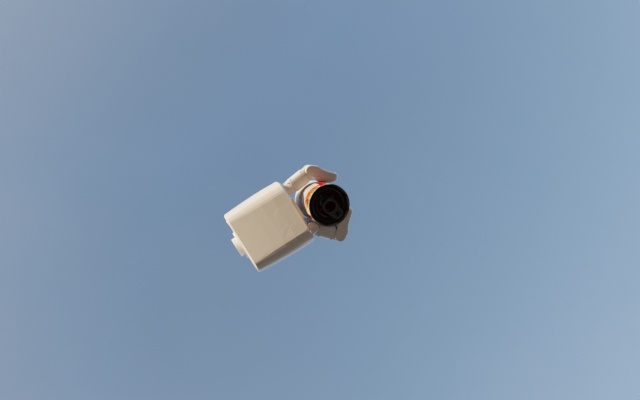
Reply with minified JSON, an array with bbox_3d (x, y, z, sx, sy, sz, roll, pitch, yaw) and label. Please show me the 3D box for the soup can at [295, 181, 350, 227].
[{"bbox_3d":[0.000,0.002,0.798,0.068,0.068,0.102,0,6,-16],"label":"soup can"}]
